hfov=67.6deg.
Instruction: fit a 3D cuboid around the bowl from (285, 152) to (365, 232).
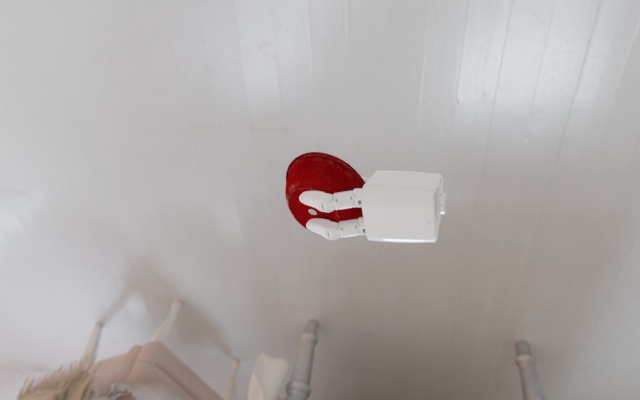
[{"bbox_3d":[-0.001,0.003,0.788,0.162,0.162,0.055,0,35,34],"label":"bowl"}]
